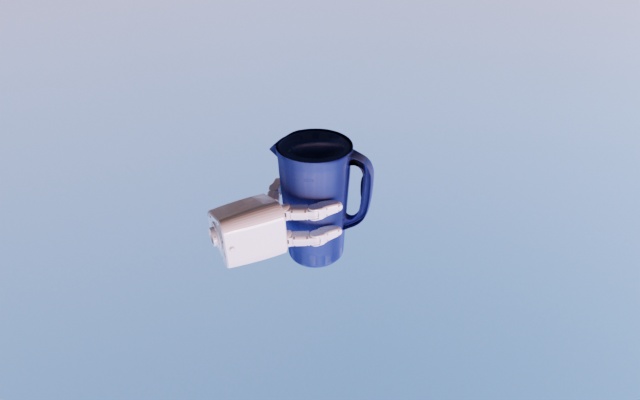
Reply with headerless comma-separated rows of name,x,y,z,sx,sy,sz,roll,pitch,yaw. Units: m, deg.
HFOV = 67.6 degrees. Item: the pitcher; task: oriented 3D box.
pitcher,0.000,0.003,0.870,0.145,0.243,0.149,-16,36,-21
